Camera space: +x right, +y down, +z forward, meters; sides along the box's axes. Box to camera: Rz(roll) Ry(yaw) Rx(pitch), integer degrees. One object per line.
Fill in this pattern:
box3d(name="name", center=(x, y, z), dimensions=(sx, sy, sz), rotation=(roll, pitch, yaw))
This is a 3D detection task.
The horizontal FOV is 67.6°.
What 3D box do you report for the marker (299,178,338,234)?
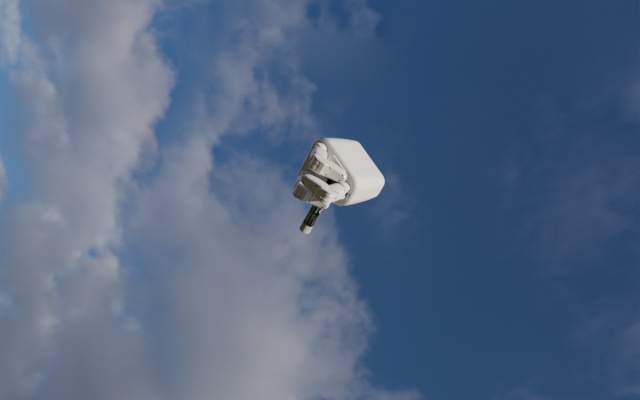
box3d(name="marker", center=(0.000, 0.003, 0.774), dimensions=(0.020, 0.121, 0.020), rotation=(24, 25, -12))
